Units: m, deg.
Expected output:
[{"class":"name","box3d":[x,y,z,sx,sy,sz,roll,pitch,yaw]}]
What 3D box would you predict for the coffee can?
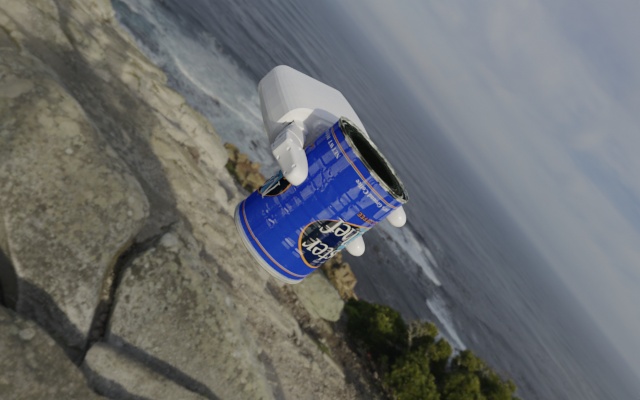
[{"class":"coffee can","box3d":[0.000,0.002,0.471,0.140,0.103,0.103,-38,-14,18]}]
